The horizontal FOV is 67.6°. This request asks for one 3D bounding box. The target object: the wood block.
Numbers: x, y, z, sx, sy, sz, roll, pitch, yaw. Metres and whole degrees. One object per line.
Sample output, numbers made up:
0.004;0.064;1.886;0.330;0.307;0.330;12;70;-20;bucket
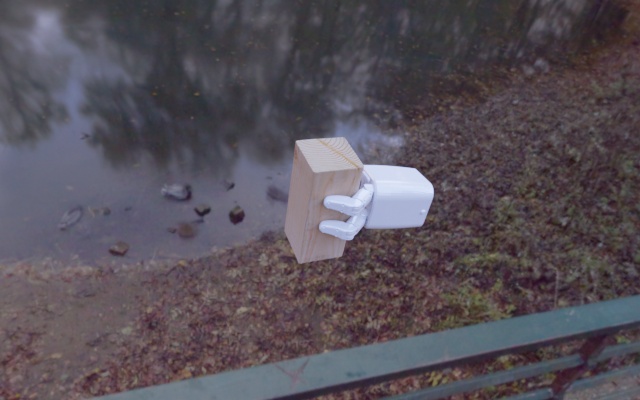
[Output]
0.000;0.002;0.833;0.090;0.206;0.090;-7;43;-20;wood block
